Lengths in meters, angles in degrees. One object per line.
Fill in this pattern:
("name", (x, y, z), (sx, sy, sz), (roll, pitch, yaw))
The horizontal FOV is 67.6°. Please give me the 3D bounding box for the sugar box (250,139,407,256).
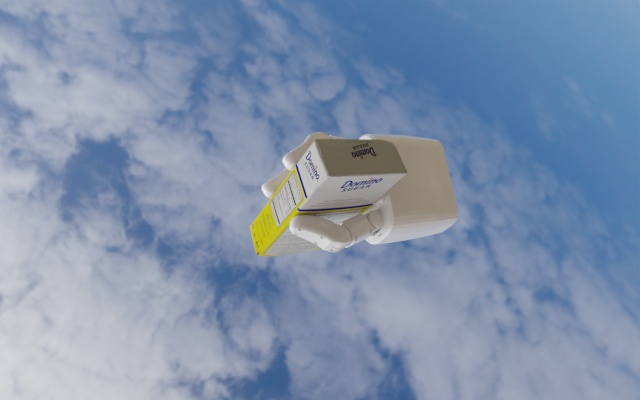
("sugar box", (0.000, 0.001, 0.497), (0.093, 0.048, 0.176), (-4, -29, -33))
